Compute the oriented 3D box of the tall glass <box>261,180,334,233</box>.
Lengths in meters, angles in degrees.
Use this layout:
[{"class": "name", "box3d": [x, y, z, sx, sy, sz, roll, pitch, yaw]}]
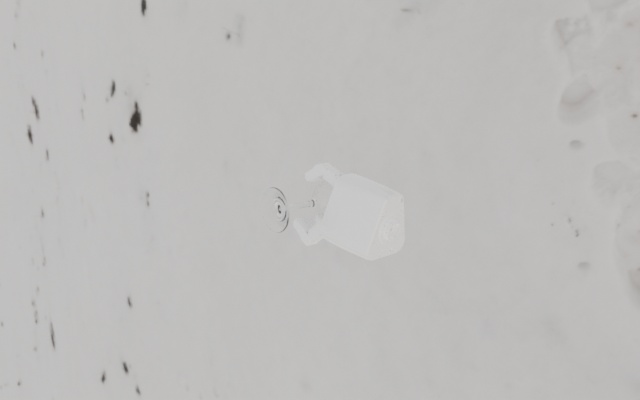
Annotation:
[{"class": "tall glass", "box3d": [0.000, 0.003, 0.835, 0.201, 0.079, 0.079, -10, 7, -42]}]
